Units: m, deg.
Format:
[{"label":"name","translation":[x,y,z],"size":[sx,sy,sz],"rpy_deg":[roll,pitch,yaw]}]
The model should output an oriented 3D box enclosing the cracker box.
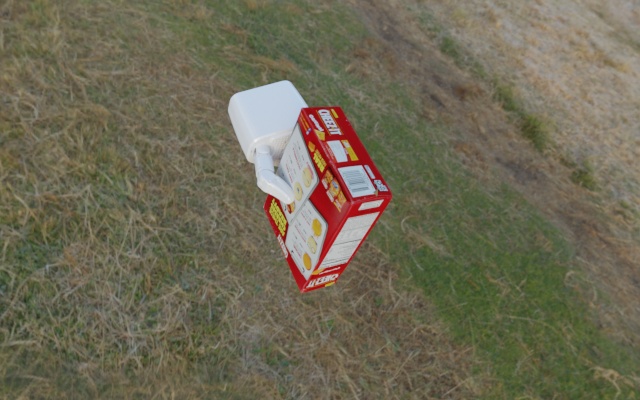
[{"label":"cracker box","translation":[0.000,0.002,0.670],"size":[0.072,0.164,0.214],"rpy_deg":[-8,-35,-29]}]
